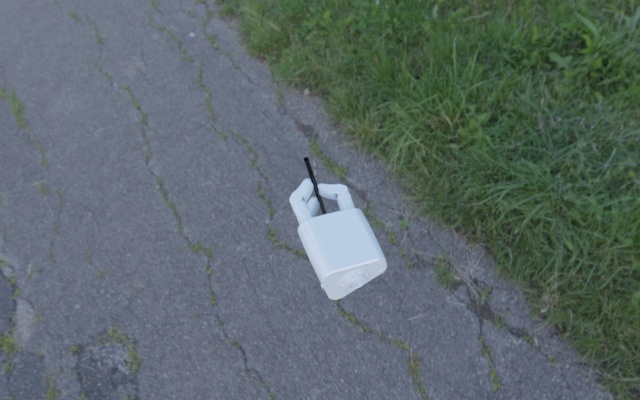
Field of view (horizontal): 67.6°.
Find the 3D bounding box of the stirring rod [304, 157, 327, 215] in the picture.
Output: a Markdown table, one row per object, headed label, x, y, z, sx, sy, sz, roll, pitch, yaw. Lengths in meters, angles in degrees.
| label | x | y | z | sx | sy | sz | roll | pitch | yaw |
| --- | --- | --- | --- | --- | --- | --- | --- | --- | --- |
| stirring rod | 0.000 | 0.003 | 0.862 | 0.011 | 0.011 | 0.240 | 0 | -35 | 14 |
